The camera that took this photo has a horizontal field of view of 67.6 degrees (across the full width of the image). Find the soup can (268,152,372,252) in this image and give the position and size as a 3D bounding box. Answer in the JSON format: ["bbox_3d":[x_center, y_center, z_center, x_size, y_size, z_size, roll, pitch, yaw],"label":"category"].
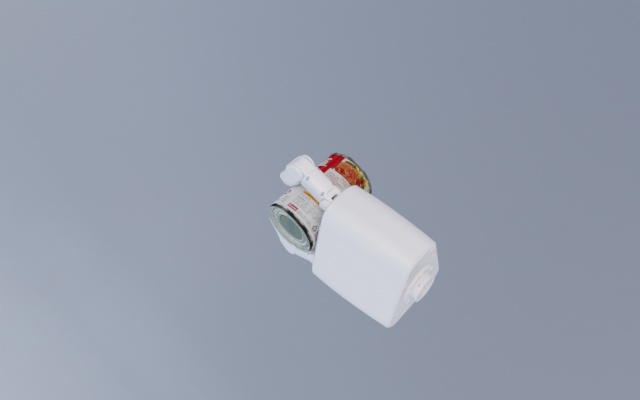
[{"bbox_3d":[0.000,0.002,0.542,0.102,0.068,0.068,-41,20,-25],"label":"soup can"}]
